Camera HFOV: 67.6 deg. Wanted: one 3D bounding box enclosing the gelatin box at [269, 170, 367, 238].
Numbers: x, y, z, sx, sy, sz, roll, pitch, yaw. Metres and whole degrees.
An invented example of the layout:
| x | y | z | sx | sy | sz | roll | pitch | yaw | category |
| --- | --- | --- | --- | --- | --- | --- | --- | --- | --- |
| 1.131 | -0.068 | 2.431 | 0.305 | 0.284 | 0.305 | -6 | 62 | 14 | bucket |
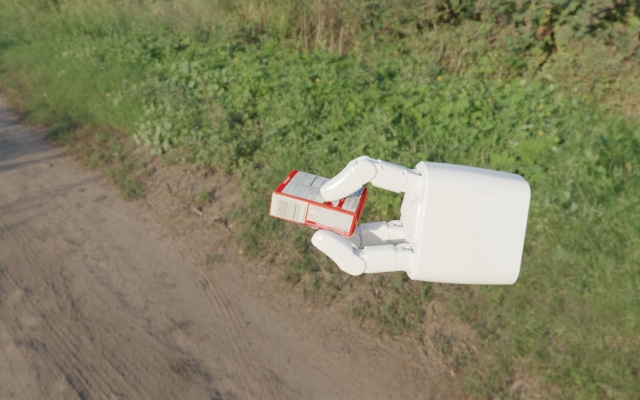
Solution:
| x | y | z | sx | sy | sz | roll | pitch | yaw | category |
| --- | --- | --- | --- | --- | --- | --- | --- | --- | --- |
| 0.000 | 0.001 | 0.501 | 0.089 | 0.030 | 0.073 | 15 | 25 | 7 | gelatin box |
